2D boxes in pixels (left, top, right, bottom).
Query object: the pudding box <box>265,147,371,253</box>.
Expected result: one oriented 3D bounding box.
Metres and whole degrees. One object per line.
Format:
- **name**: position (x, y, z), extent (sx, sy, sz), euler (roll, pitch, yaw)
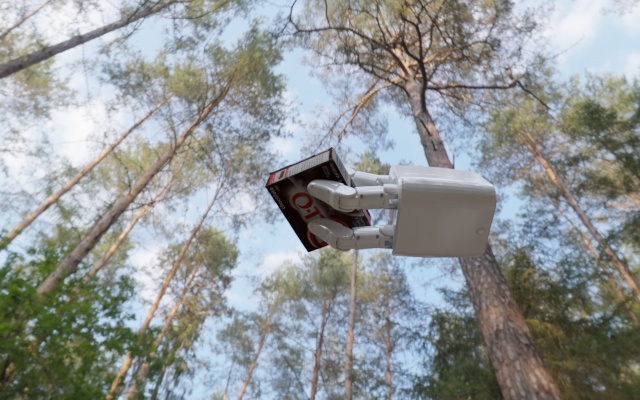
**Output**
- **pudding box**: position (0.000, 0.002, 0.580), extent (0.090, 0.113, 0.039), euler (-22, 27, 17)
